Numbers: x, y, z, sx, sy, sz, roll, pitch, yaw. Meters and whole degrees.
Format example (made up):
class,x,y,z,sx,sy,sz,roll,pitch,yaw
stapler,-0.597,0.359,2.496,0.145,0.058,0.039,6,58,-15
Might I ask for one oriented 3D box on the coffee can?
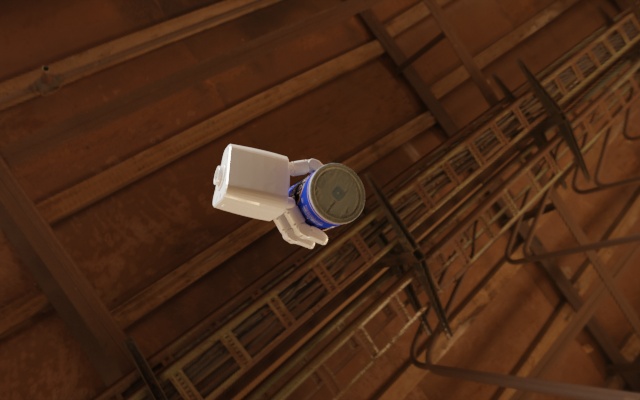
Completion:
class,x,y,z,sx,sy,sz,roll,pitch,yaw
coffee can,0.000,0.003,0.842,0.103,0.102,0.140,0,-13,-26
